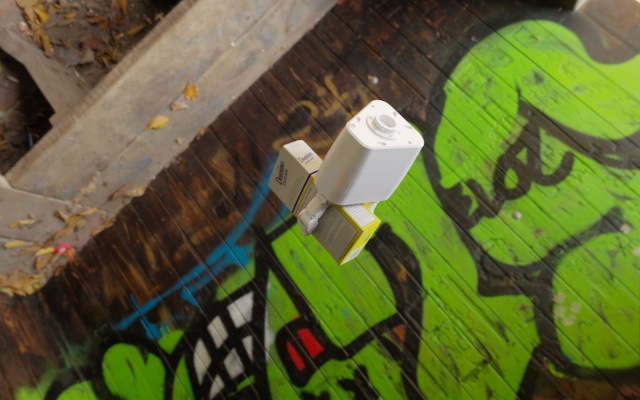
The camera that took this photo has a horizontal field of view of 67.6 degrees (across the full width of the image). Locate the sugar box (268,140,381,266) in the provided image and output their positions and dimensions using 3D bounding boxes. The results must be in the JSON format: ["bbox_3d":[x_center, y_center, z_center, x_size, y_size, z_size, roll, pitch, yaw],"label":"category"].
[{"bbox_3d":[0.001,0.002,0.706,0.048,0.176,0.093,-24,-25,-38],"label":"sugar box"}]
